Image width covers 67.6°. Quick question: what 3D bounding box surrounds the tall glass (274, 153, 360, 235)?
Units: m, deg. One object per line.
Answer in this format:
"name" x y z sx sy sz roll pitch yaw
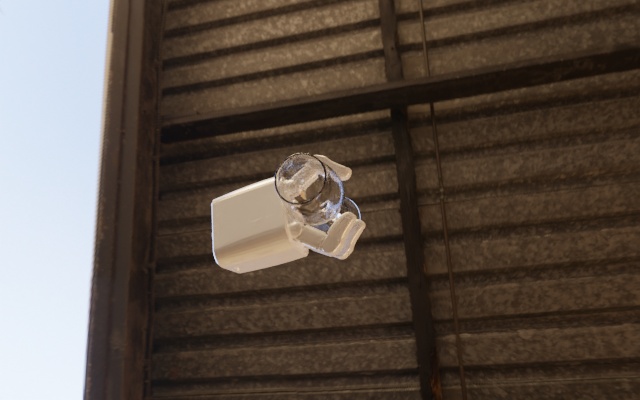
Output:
"tall glass" 0.000 0.002 0.632 0.079 0.079 0.201 0 -16 14
